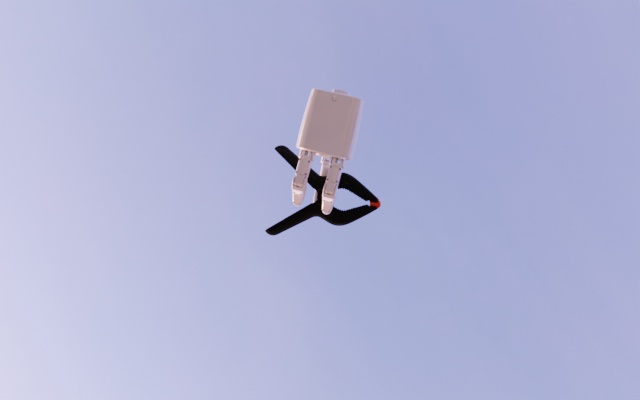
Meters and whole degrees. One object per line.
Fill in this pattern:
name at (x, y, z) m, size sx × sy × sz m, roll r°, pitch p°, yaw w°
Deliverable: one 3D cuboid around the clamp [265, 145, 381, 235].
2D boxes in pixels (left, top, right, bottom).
clamp at (0.001, 0.003, 0.856) m, size 0.210 × 0.164 × 0.036 m, roll 15°, pitch 7°, yaw 10°
